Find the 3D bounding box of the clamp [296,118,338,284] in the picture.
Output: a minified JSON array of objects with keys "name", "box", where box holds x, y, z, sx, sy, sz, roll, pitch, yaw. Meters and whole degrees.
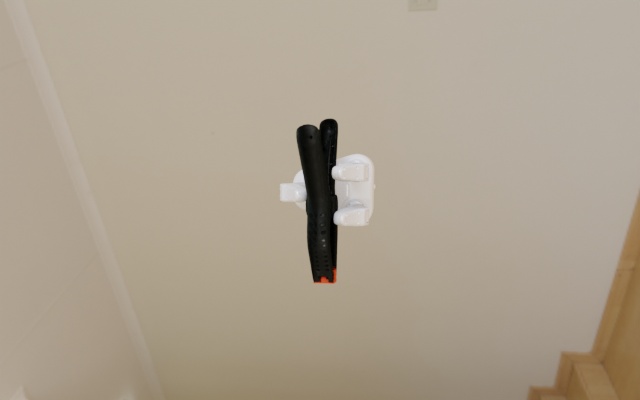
[{"name":"clamp","box":[-0.001,0.002,0.572,0.036,0.210,0.164,0,5,11]}]
